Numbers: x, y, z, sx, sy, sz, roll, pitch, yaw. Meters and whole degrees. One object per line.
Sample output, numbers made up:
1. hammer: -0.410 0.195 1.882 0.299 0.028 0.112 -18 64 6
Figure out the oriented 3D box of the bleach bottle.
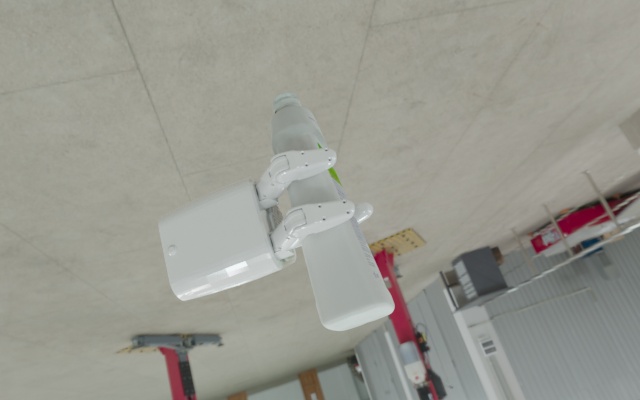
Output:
1. bleach bottle: 0.000 0.002 0.493 0.068 0.250 0.103 -21 -21 6
